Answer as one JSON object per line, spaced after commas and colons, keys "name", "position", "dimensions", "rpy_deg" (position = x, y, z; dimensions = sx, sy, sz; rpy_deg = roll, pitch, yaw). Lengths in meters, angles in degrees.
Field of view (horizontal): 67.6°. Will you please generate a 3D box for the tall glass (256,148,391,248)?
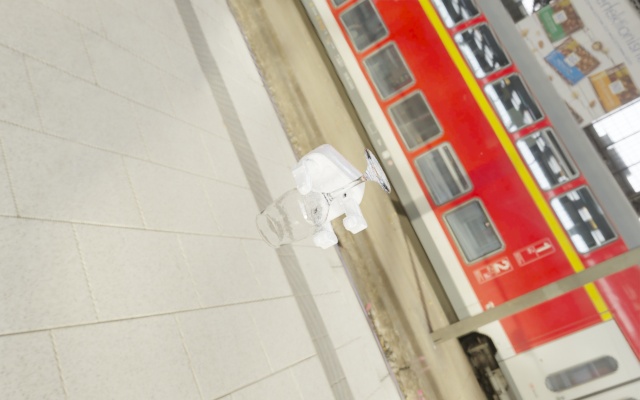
{"name": "tall glass", "position": [0.001, 0.002, 0.720], "dimensions": [0.201, 0.079, 0.079], "rpy_deg": [-29, -9, 17]}
